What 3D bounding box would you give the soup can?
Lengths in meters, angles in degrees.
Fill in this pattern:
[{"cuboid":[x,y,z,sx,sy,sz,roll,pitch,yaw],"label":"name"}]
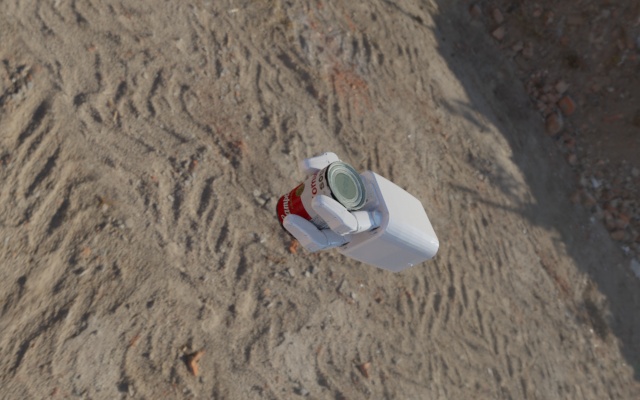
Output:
[{"cuboid":[0.000,0.002,0.605,0.068,0.068,0.102,0,-24,-45],"label":"soup can"}]
